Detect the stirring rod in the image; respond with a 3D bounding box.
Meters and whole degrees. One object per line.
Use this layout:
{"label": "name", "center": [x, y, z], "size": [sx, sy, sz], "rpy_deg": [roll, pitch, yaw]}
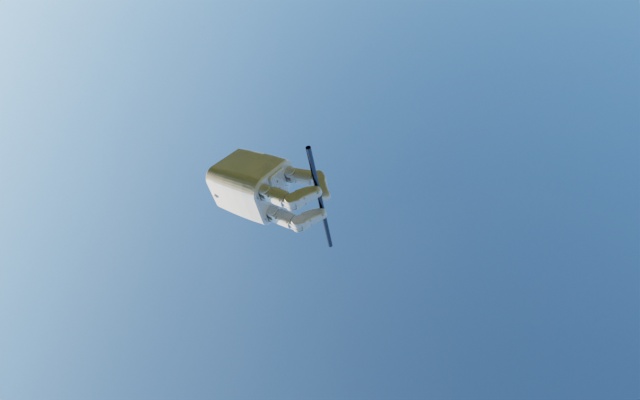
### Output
{"label": "stirring rod", "center": [0.000, 0.002, 0.776], "size": [0.011, 0.011, 0.240], "rpy_deg": [0, -41, 11]}
